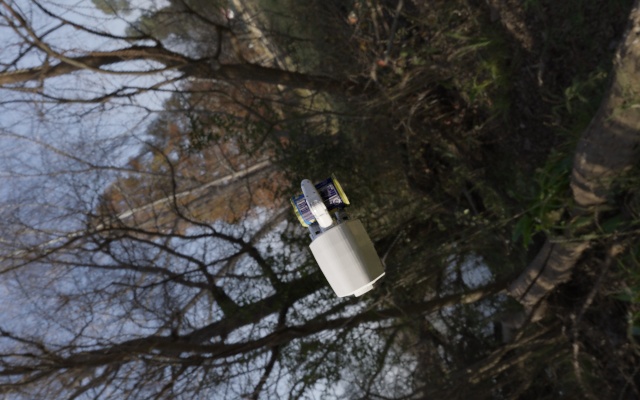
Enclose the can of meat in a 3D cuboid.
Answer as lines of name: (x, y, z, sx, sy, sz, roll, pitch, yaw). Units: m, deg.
can of meat: (0.000, 0.003, 0.806, 0.084, 0.057, 0.102, -28, -6, 2)
